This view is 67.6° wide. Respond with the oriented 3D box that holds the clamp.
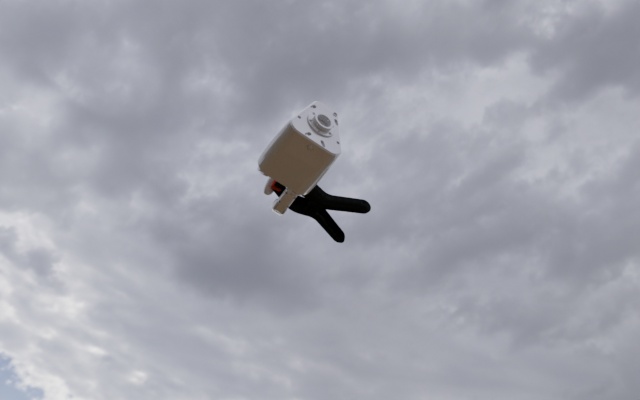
[{"bbox_3d":[0.000,0.002,0.826,0.171,0.039,0.120,32,-48,-14],"label":"clamp"}]
